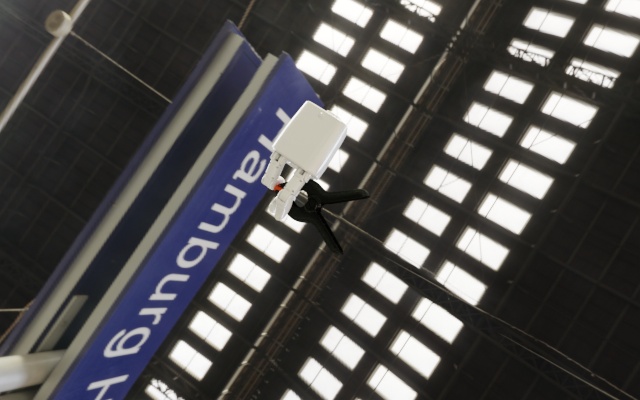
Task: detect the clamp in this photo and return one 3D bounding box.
[{"bbox_3d":[0.000,0.003,0.835,0.171,0.120,0.039,35,-1,19],"label":"clamp"}]
